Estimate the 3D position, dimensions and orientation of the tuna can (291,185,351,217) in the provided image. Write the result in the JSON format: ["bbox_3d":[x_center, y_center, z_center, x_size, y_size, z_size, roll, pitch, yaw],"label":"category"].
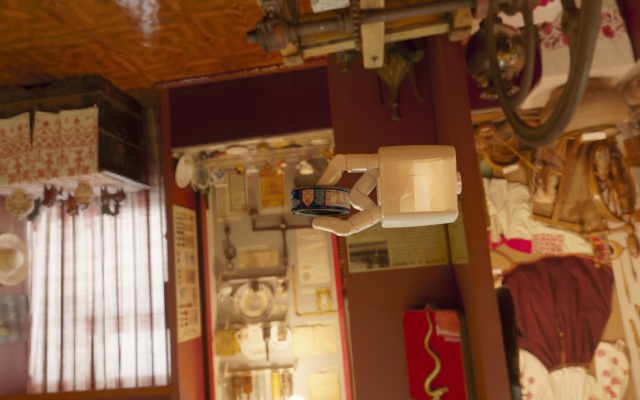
[{"bbox_3d":[0.000,0.003,0.679,0.086,0.033,0.086,1,-9,0],"label":"tuna can"}]
